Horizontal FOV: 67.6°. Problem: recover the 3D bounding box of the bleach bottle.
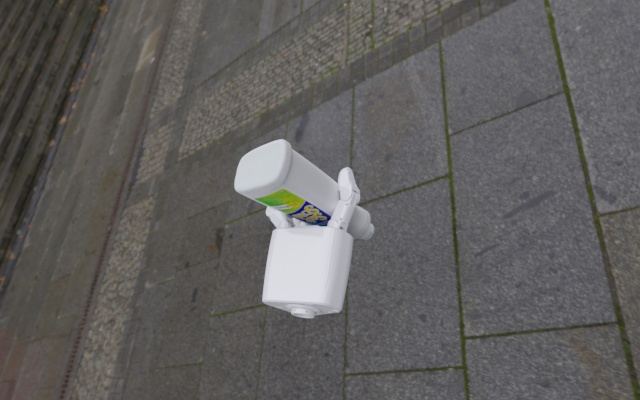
[{"bbox_3d":[0.000,0.002,0.705,0.102,0.068,0.251,-14,-32,41],"label":"bleach bottle"}]
